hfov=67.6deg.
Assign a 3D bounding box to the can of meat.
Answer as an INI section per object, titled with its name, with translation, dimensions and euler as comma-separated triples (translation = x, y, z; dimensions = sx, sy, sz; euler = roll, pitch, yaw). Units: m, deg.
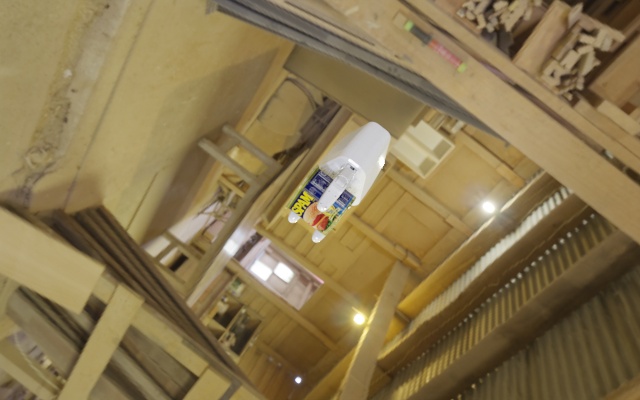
[can of meat]
translation = 0.000, 0.003, 0.793
dimensions = 0.084, 0.057, 0.102
euler = 38, -35, -1
